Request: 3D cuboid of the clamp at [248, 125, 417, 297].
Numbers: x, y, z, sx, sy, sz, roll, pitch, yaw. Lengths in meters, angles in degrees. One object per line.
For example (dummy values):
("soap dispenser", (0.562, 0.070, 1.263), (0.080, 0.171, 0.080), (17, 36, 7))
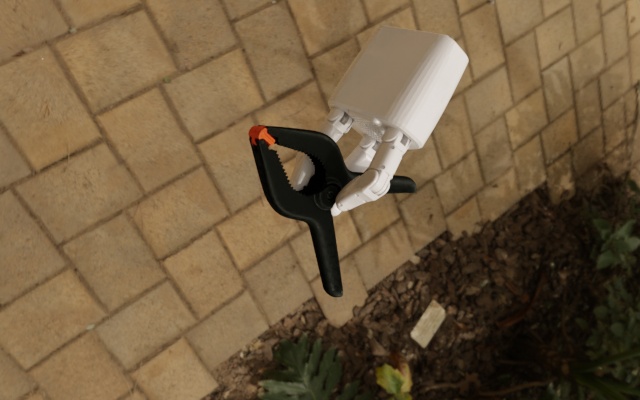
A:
("clamp", (0.000, 0.001, 0.504), (0.210, 0.164, 0.036), (34, -7, -33))
